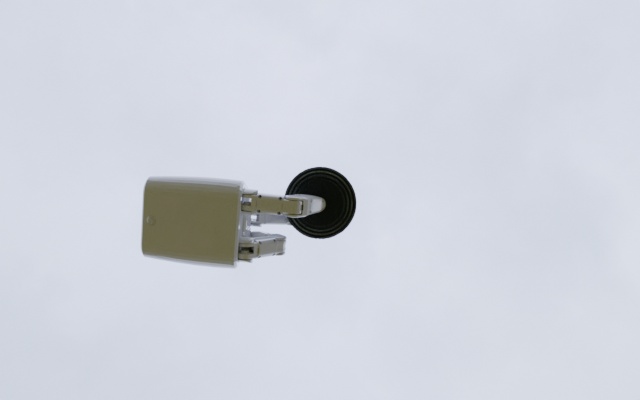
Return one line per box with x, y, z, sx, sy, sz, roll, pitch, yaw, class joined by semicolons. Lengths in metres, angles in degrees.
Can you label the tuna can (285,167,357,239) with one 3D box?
0.000;0.002;0.578;0.086;0.086;0.034;0;5;2;tuna can
